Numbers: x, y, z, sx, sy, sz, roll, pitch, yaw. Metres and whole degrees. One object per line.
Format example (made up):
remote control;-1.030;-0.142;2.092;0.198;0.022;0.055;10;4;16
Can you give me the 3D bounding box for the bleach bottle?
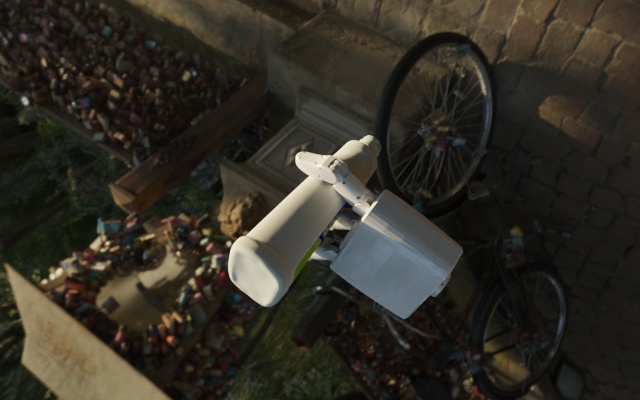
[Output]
bleach bottle;0.000;0.002;0.550;0.068;0.250;0.103;36;-33;7
